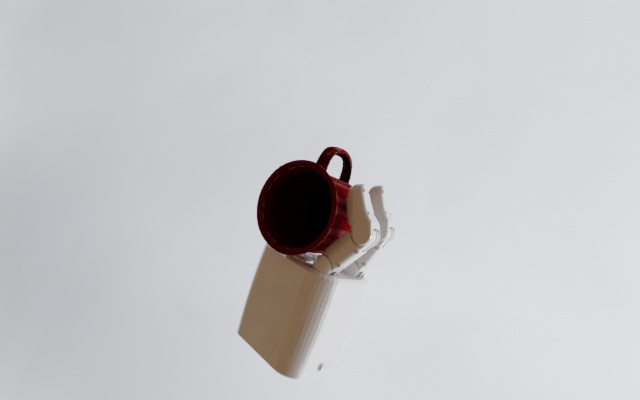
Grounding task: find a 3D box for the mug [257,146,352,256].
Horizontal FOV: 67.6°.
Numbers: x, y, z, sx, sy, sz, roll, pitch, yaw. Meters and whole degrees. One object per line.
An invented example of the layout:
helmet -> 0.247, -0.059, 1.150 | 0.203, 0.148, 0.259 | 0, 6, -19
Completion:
mug -> 0.001, 0.000, 0.489 | 0.093, 0.117, 0.081 | 22, 2, 33
